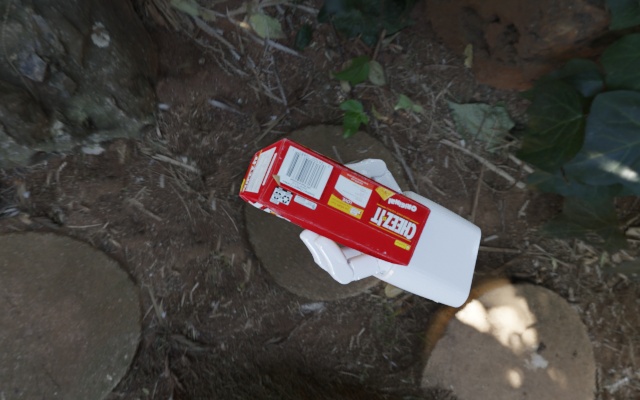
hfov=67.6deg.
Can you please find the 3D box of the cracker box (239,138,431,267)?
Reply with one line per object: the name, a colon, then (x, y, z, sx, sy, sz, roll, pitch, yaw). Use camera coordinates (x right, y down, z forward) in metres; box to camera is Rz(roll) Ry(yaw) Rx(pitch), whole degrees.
cracker box: (0.000, 0.002, 0.547, 0.164, 0.072, 0.213, 24, -4, -14)
